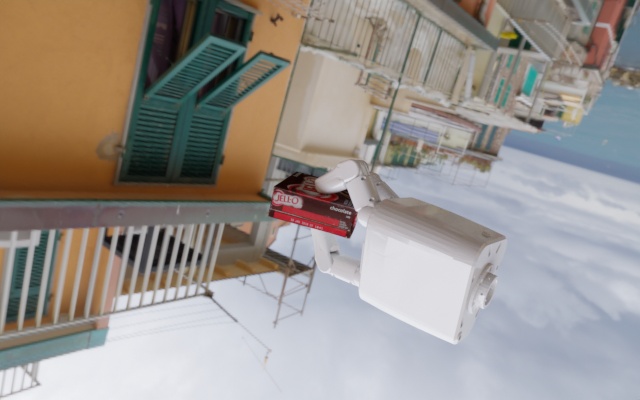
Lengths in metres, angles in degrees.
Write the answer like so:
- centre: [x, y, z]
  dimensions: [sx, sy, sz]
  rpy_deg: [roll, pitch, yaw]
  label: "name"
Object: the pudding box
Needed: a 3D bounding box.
- centre: [0.000, 0.002, 0.530]
  dimensions: [0.090, 0.039, 0.113]
  rpy_deg: [16, 11, 6]
  label: "pudding box"
